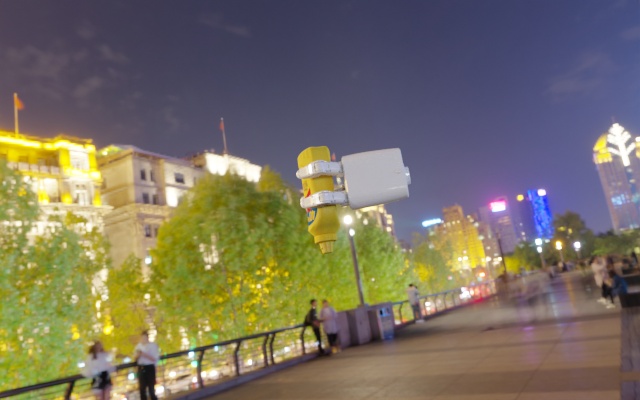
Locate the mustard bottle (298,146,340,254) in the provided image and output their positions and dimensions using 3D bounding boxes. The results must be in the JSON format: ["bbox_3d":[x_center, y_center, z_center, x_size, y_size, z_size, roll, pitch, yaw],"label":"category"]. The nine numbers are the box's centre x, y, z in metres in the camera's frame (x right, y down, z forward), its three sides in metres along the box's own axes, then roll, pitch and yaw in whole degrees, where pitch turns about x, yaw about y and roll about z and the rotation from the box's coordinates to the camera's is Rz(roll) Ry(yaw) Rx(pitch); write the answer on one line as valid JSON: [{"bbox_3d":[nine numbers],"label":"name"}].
[{"bbox_3d":[0.000,0.003,0.887,0.058,0.191,0.096,-6,-12,-17],"label":"mustard bottle"}]
